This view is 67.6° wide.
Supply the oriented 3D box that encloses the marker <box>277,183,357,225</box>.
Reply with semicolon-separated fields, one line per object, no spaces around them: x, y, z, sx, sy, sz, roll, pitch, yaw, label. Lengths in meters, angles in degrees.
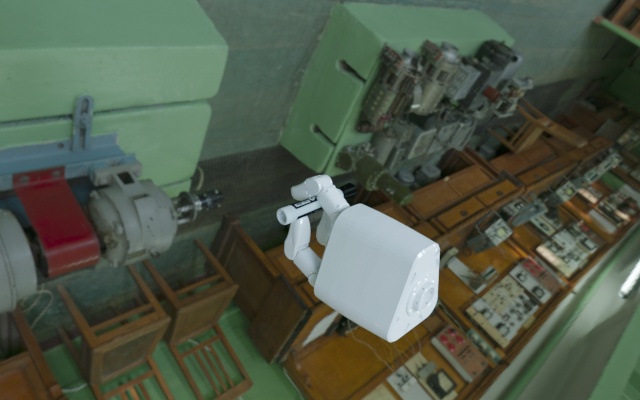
0.000;0.002;0.562;0.121;0.020;0.020;-21;14;-41;marker
